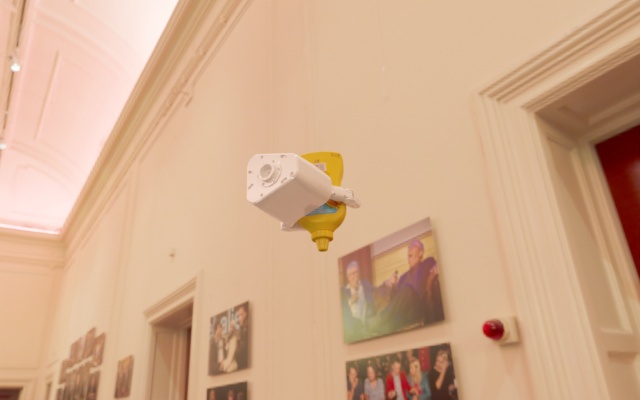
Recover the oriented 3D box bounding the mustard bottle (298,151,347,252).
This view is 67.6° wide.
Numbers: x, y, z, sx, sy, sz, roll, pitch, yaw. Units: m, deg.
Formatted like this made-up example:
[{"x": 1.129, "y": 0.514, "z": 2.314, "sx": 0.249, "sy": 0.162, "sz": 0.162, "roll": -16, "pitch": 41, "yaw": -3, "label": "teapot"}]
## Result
[{"x": 0.000, "y": 0.003, "z": 0.900, "sx": 0.096, "sy": 0.191, "sz": 0.058, "roll": -5, "pitch": -24, "yaw": 5, "label": "mustard bottle"}]
